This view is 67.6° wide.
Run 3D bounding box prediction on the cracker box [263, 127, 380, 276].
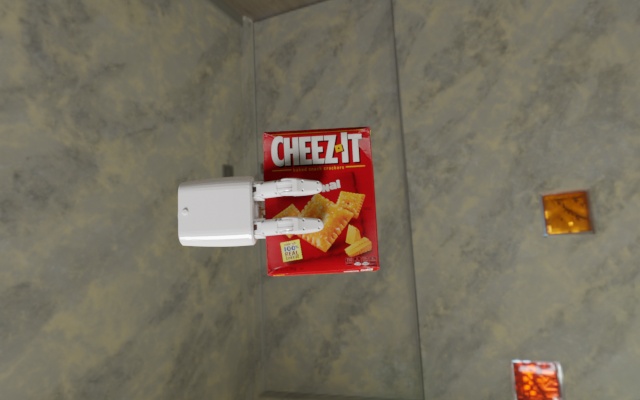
[{"bbox_3d":[0.000,0.003,0.718,0.164,0.213,0.072,-3,-8,1],"label":"cracker box"}]
